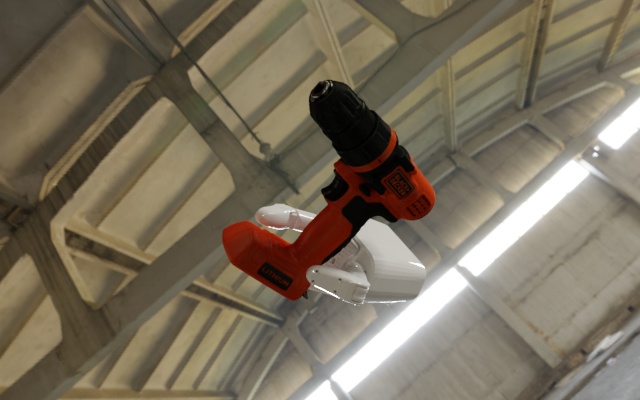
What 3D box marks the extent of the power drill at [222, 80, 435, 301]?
[{"bbox_3d":[0.000,0.002,0.448,0.184,0.188,0.057,42,14,-38],"label":"power drill"}]
